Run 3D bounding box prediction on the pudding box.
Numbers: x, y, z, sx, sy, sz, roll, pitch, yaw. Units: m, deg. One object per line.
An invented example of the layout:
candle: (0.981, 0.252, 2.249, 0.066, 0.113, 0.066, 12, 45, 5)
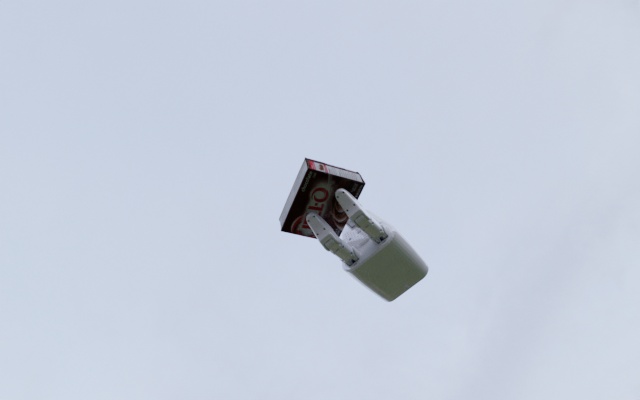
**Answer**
pudding box: (0.000, 0.002, 0.691, 0.090, 0.113, 0.039, 13, 27, -21)
